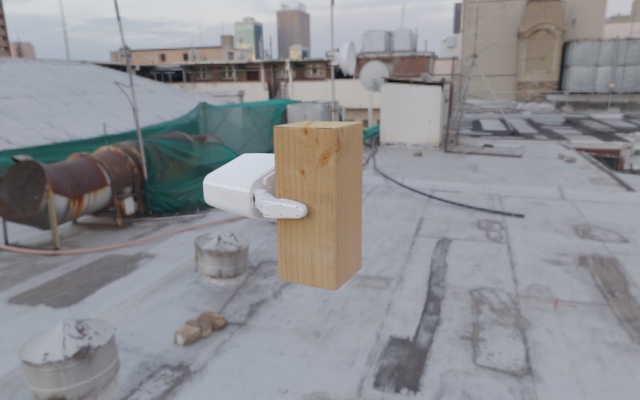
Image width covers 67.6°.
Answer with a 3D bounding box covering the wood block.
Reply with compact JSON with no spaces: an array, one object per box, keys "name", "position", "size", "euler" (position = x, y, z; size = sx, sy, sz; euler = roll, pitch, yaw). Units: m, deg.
[{"name":"wood block","position":[0.000,0.002,0.637],"size":[0.090,0.206,0.091],"euler":[6,16,27]}]
